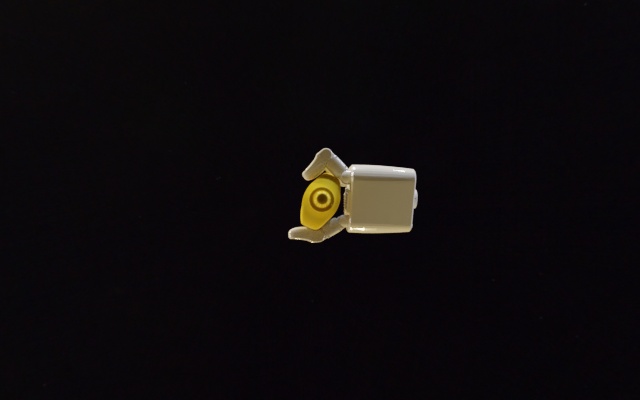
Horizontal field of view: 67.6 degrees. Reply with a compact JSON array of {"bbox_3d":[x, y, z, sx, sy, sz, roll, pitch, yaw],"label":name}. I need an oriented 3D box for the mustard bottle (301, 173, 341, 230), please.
[{"bbox_3d":[0.000,0.003,0.809,0.058,0.096,0.191,26,-3,-1],"label":"mustard bottle"}]
